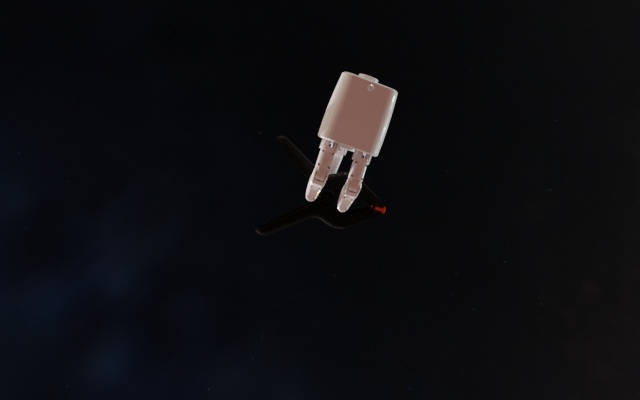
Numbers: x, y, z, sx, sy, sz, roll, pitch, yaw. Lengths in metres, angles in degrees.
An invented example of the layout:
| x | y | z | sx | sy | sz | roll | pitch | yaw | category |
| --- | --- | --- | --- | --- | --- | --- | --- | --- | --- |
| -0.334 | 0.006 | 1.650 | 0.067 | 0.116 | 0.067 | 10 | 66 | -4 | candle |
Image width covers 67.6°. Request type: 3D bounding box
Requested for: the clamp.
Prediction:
| x | y | z | sx | sy | sz | roll | pitch | yaw | category |
| --- | --- | --- | --- | --- | --- | --- | --- | --- | --- |
| 0.001 | 0.002 | 0.786 | 0.210 | 0.164 | 0.036 | 18 | 10 | -9 | clamp |
